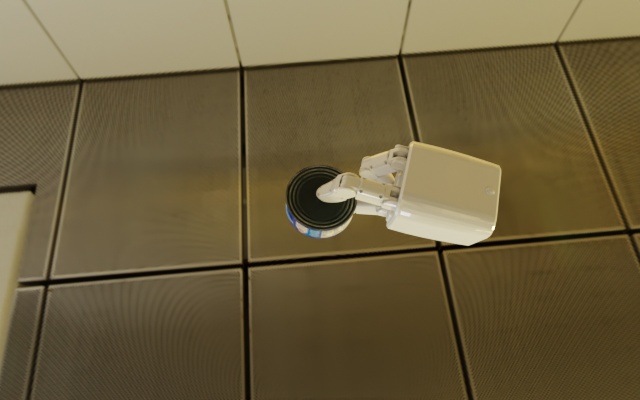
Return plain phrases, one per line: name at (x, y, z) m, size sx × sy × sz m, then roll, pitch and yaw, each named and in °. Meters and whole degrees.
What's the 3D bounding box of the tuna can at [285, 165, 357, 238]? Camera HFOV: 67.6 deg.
tuna can at (0.000, 0.002, 0.580) m, size 0.086 × 0.086 × 0.034 m, roll 0°, pitch -24°, yaw -5°
